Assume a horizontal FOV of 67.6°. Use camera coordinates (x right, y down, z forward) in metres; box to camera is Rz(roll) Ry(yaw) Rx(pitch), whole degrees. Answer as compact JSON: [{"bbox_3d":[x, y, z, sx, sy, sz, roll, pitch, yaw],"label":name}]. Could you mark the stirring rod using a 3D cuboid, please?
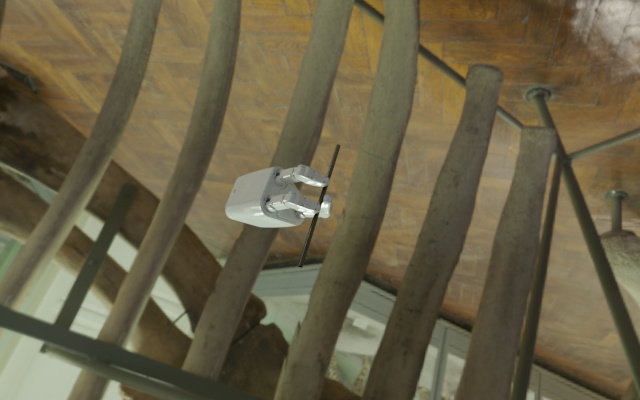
[{"bbox_3d":[0.000,0.003,0.811,0.011,0.239,0.011,14,-27,7],"label":"stirring rod"}]
